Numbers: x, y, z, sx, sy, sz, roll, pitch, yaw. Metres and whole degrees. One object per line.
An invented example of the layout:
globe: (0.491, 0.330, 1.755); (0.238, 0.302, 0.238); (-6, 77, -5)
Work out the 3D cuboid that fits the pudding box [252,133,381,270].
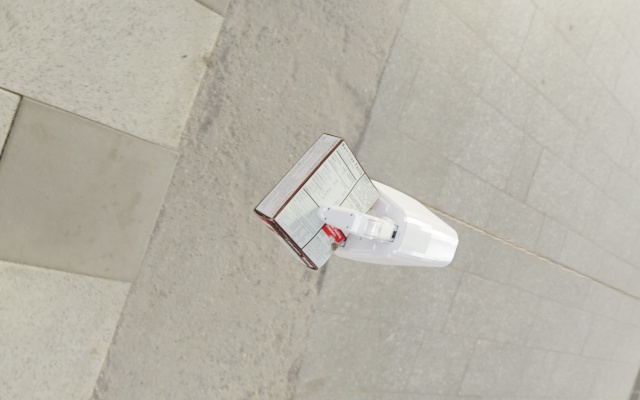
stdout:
pudding box: (0.000, 0.002, 0.488); (0.039, 0.113, 0.090); (20, -26, 50)
